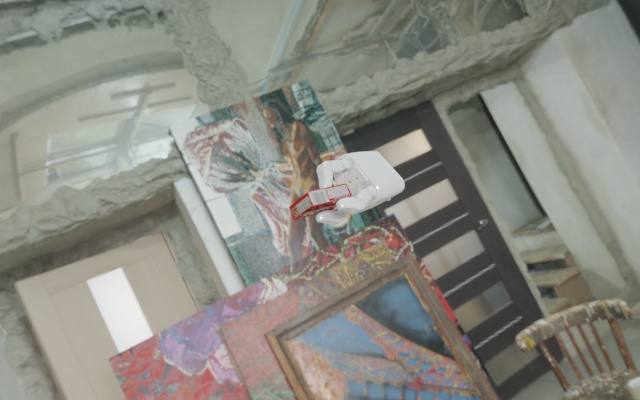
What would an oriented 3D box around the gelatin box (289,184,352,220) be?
[{"bbox_3d":[0.000,0.002,0.848,0.089,0.030,0.073,-13,-14,-36],"label":"gelatin box"}]
